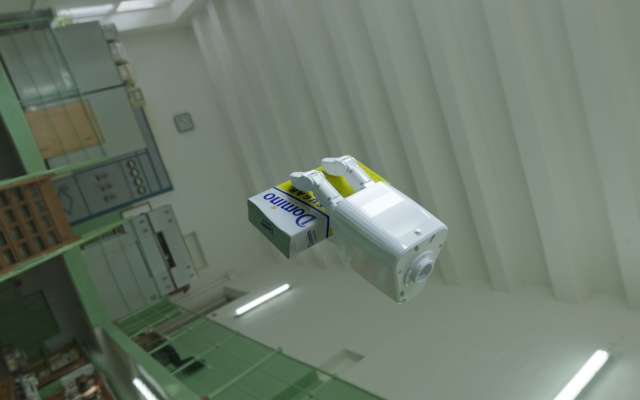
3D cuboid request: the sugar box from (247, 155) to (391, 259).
[{"bbox_3d":[0.000,0.002,0.644,0.176,0.048,0.093,-25,47,-33],"label":"sugar box"}]
